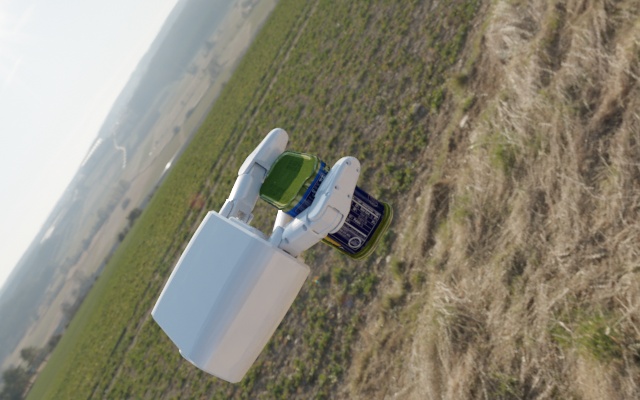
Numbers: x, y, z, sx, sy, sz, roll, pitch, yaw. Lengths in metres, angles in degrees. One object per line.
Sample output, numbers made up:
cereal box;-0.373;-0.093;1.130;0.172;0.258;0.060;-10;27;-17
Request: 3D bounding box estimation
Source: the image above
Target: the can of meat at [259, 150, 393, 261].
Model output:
can of meat;0.000;0.001;0.422;0.084;0.057;0.102;34;-5;-24
